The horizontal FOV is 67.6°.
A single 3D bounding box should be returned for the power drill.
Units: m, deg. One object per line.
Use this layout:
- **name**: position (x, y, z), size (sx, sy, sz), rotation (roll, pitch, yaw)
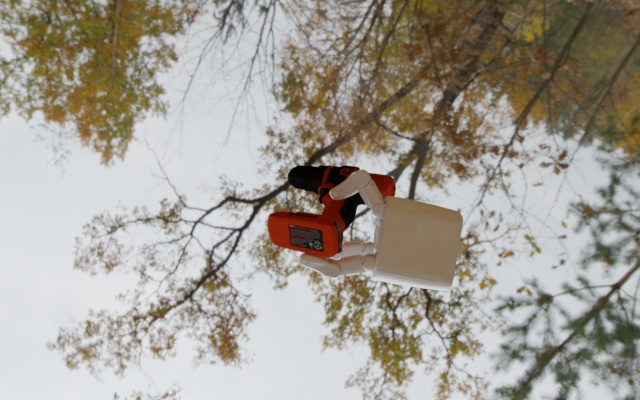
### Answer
- **power drill**: position (0.000, 0.003, 0.712), size (0.184, 0.057, 0.187), rotation (8, 33, 26)
